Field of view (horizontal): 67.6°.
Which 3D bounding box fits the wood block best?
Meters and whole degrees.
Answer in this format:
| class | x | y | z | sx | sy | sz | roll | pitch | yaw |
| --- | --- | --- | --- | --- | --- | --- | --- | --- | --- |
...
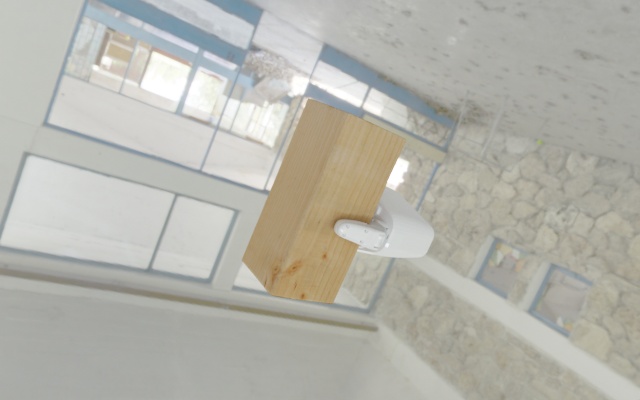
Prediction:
| class | x | y | z | sx | sy | sz | roll | pitch | yaw |
| --- | --- | --- | --- | --- | --- | --- | --- | --- | --- |
| wood block | 0.000 | 0.002 | 0.545 | 0.090 | 0.206 | 0.090 | 17 | 10 | -36 |
